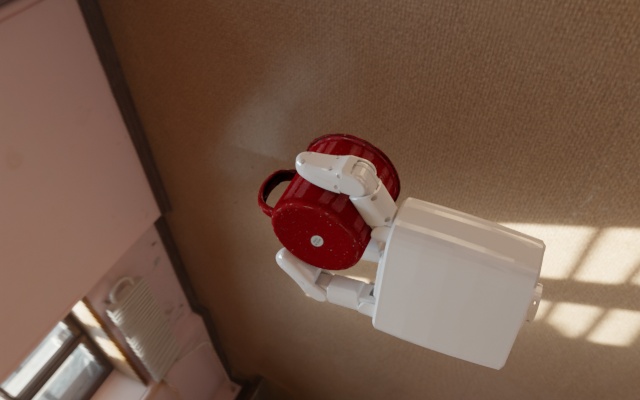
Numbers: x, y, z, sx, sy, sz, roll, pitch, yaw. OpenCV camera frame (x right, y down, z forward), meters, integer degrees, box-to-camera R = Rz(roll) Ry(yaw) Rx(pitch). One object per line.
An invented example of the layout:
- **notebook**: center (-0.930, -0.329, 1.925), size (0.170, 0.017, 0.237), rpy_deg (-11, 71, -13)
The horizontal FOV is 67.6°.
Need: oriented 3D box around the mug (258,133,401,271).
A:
- **mug**: center (-0.001, 0.001, 0.409), size (0.117, 0.093, 0.081), rpy_deg (15, 49, 20)
